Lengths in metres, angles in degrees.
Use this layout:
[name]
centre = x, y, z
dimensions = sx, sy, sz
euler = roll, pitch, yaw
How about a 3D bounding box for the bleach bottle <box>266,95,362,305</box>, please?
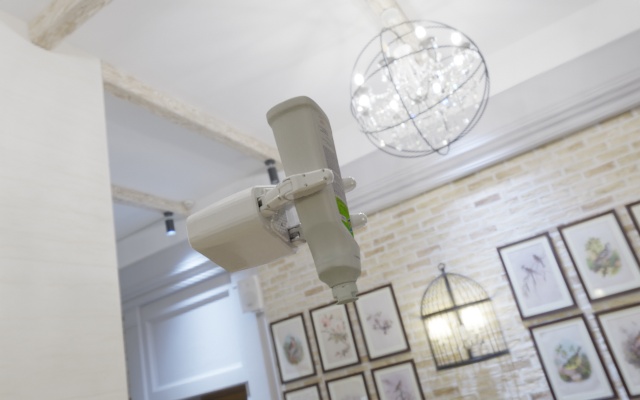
[bleach bottle]
centre = 0.000, 0.002, 0.592
dimensions = 0.068, 0.250, 0.102
euler = -21, -21, 17
